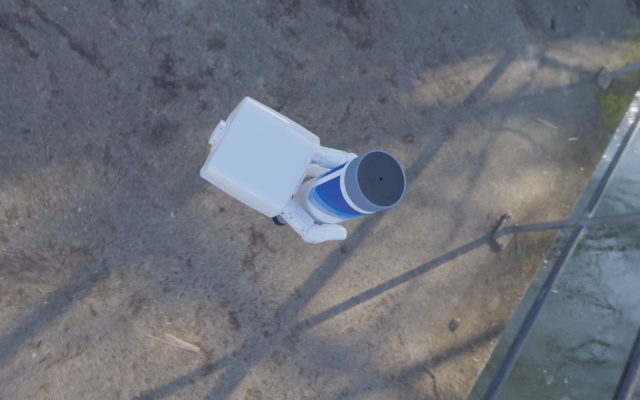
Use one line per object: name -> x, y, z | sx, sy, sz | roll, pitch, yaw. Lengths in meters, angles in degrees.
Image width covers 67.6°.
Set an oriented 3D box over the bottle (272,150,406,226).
bottle -> 0.000, 0.002, 0.650 | 0.069, 0.069, 0.296 | 0, -10, -27
